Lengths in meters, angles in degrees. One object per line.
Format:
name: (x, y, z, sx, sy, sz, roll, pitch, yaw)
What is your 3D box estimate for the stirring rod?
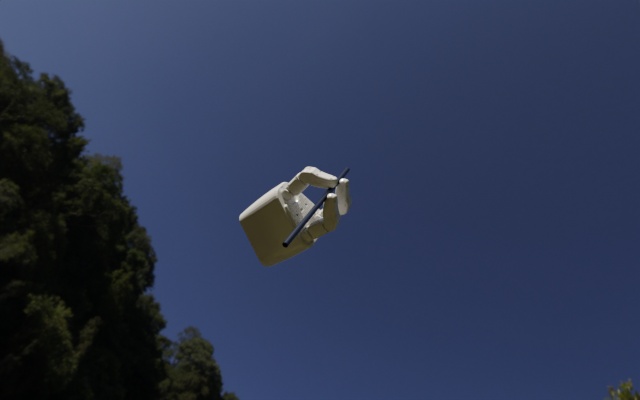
stirring rod: (0.000, 0.002, 0.706, 0.011, 0.011, 0.239, 0, 27, 25)
